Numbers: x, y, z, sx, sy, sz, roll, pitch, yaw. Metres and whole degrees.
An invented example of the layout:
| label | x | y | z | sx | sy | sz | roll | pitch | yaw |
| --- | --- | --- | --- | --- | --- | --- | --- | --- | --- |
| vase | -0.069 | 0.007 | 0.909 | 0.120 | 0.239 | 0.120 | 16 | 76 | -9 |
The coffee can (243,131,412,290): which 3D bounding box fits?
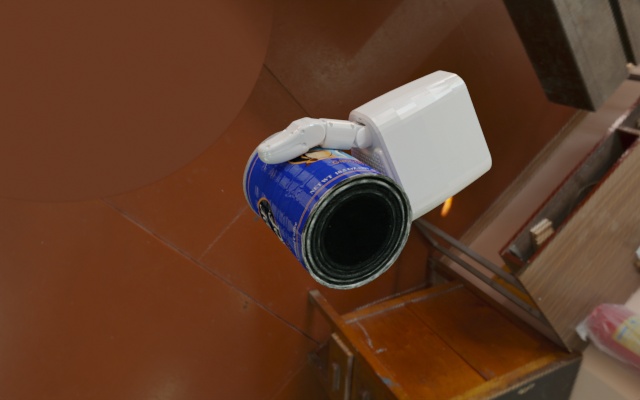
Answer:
| label | x | y | z | sx | sy | sz | roll | pitch | yaw |
| --- | --- | --- | --- | --- | --- | --- | --- | --- | --- |
| coffee can | 0.000 | 0.001 | 0.438 | 0.103 | 0.103 | 0.140 | 0 | 22 | -29 |
